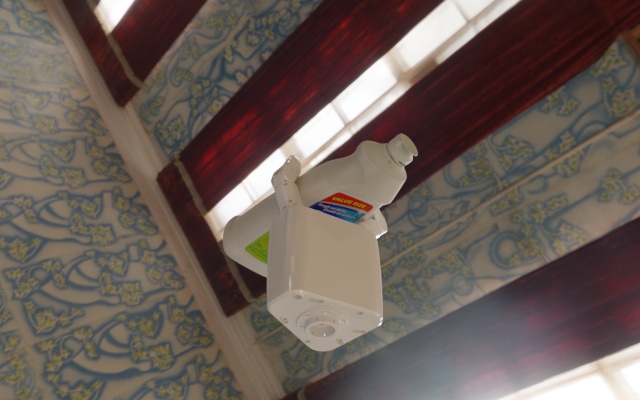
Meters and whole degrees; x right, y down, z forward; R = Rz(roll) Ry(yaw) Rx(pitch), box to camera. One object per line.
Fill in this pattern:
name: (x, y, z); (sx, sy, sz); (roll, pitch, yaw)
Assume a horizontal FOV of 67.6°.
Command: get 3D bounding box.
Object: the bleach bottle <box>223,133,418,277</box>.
bleach bottle: (0.000, 0.002, 0.560); (0.102, 0.068, 0.251); (35, -55, -29)
